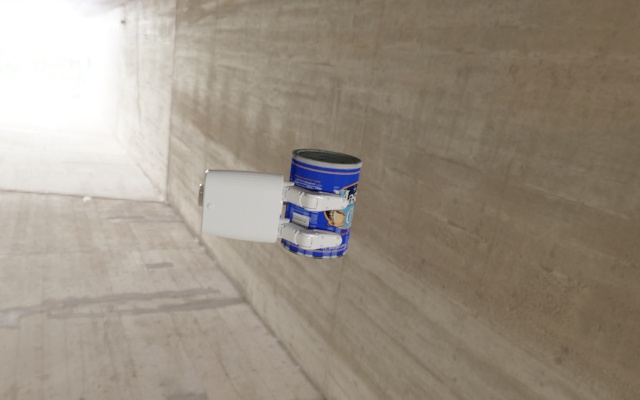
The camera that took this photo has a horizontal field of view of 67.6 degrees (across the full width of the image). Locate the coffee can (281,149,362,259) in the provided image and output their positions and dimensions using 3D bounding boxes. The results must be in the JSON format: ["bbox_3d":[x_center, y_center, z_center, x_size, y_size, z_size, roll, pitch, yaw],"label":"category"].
[{"bbox_3d":[0.000,0.002,0.707,0.103,0.140,0.102,8,15,-2],"label":"coffee can"}]
